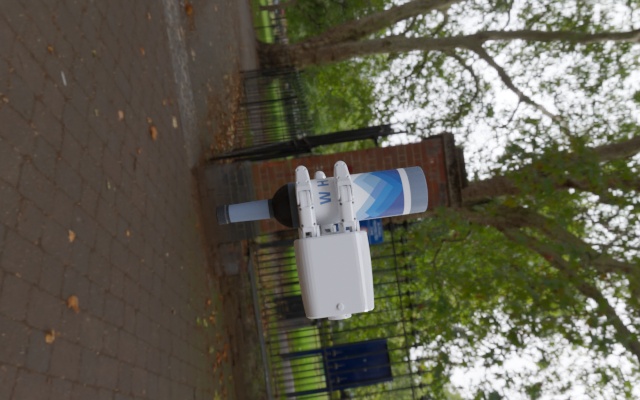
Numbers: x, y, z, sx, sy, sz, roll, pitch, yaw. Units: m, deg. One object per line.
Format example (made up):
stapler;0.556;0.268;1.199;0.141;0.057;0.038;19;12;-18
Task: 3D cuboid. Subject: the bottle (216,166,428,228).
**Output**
bottle;0.000;0.002;0.685;0.296;0.069;0.069;-7;0;-3
